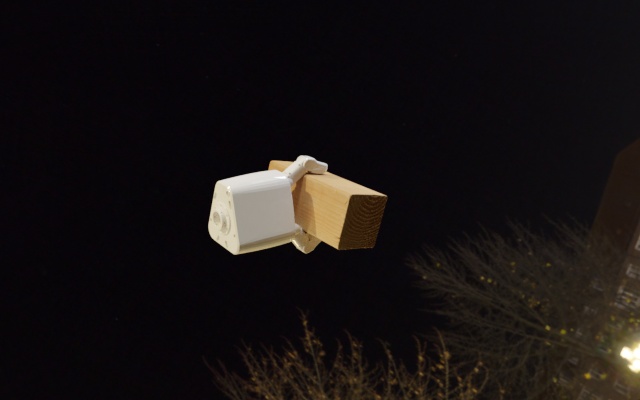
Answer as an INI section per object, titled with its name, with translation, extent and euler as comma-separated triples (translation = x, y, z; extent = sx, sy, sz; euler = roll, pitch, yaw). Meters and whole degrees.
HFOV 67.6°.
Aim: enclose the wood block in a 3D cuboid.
[wood block]
translation = 0.000, 0.002, 0.812
extent = 0.090, 0.091, 0.206
euler = 2, 17, -44
